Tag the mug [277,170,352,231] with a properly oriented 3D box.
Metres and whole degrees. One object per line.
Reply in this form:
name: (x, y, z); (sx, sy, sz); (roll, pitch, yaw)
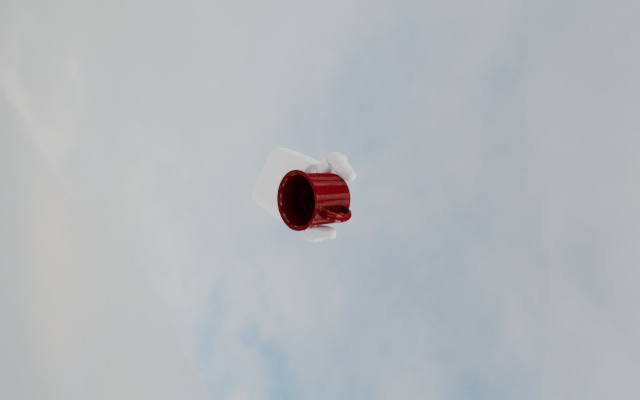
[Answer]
mug: (0.001, 0.003, 0.735); (0.081, 0.093, 0.117); (-4, 25, -43)
